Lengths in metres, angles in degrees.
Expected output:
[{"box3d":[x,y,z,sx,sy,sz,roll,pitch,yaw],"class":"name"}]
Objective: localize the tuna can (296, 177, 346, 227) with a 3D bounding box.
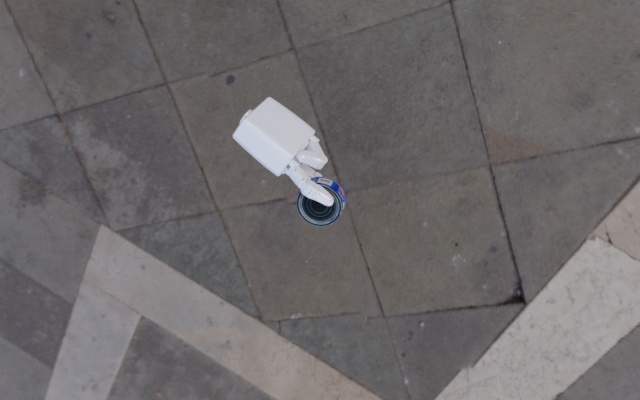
[{"box3d":[0.000,0.003,0.851,0.086,0.086,0.033,0,25,12],"class":"tuna can"}]
